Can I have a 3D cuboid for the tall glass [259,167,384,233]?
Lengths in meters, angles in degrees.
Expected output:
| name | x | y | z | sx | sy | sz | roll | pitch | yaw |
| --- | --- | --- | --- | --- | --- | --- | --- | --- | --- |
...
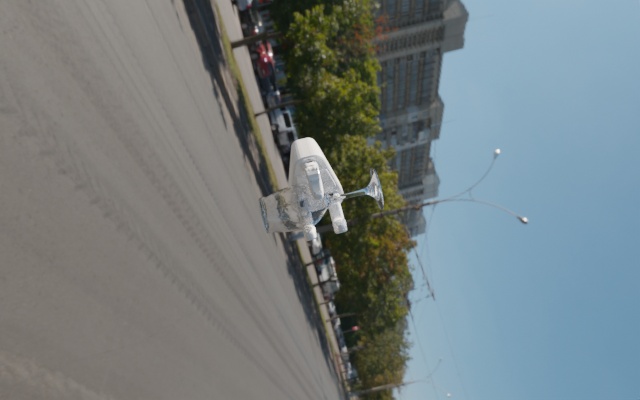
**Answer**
| name | x | y | z | sx | sy | sz | roll | pitch | yaw |
| --- | --- | --- | --- | --- | --- | --- | --- | --- | --- |
| tall glass | 0.001 | 0.002 | 0.809 | 0.201 | 0.079 | 0.079 | -14 | 0 | -2 |
